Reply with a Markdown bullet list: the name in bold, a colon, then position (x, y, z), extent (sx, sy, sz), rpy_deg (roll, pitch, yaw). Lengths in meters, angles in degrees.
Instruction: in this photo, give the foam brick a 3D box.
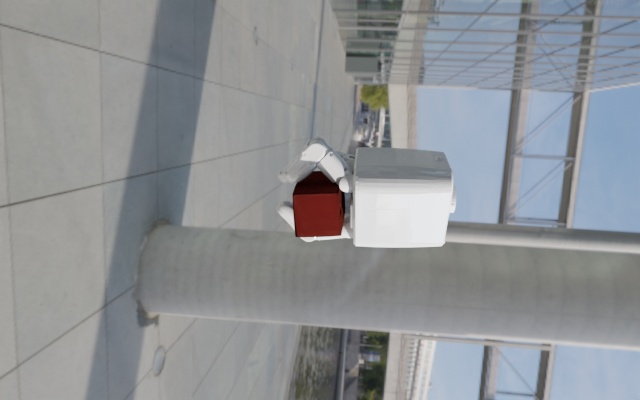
- **foam brick**: position (0.000, 0.002, 0.545), extent (0.051, 0.053, 0.078), rpy_deg (-1, 23, 7)
